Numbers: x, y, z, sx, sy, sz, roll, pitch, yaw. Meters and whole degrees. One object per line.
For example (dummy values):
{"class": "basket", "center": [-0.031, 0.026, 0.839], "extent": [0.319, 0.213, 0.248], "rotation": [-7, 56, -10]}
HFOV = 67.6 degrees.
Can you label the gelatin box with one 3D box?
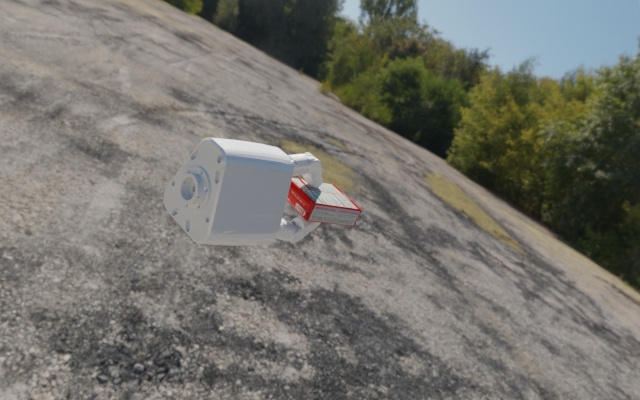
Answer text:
{"class": "gelatin box", "center": [0.001, 0.002, 0.650], "extent": [0.089, 0.030, 0.073], "rotation": [7, 26, -40]}
